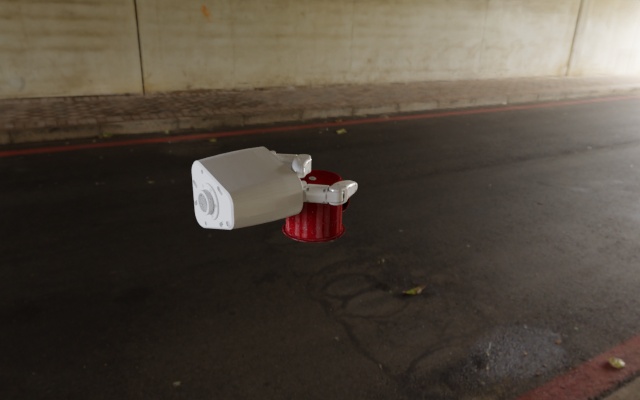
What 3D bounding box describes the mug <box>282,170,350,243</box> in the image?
[{"bbox_3d":[0.001,0.002,0.700,0.117,0.081,0.093,-16,27,-38],"label":"mug"}]
